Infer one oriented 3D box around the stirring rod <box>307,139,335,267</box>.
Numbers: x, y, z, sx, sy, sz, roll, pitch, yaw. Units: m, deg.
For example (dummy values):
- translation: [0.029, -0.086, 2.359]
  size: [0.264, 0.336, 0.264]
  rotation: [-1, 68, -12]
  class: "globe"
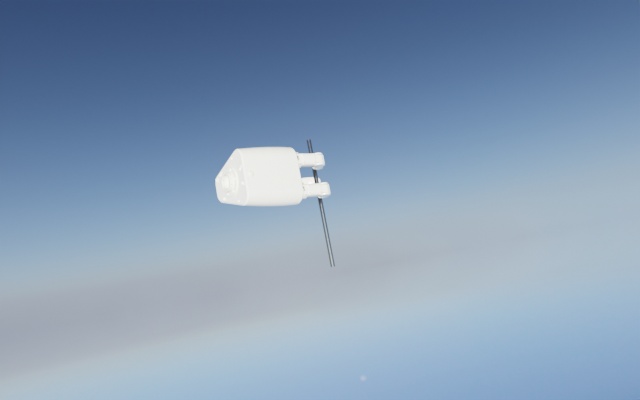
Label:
- translation: [0.000, 0.003, 0.881]
  size: [0.011, 0.239, 0.011]
  rotation: [-11, -9, -2]
  class: "stirring rod"
